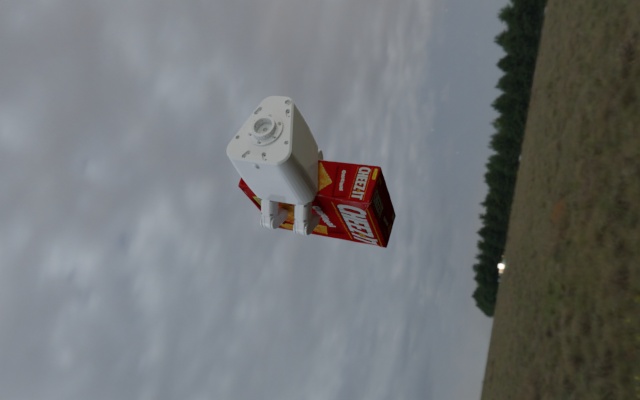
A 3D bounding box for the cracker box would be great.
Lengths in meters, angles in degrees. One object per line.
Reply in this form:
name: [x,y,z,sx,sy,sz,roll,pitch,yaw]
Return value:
cracker box: [0.000,0.002,0.768,0.213,0.072,0.164,9,-24,22]
